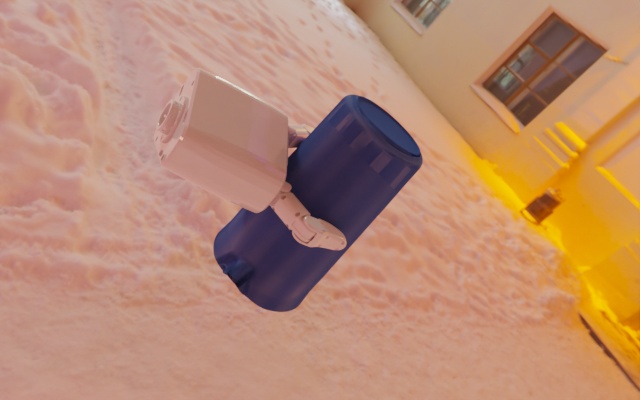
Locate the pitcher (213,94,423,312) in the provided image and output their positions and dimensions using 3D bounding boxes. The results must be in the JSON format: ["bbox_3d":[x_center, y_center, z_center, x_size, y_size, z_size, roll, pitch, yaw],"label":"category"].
[{"bbox_3d":[0.000,0.002,0.549,0.145,0.243,0.149,27,29,-31],"label":"pitcher"}]
